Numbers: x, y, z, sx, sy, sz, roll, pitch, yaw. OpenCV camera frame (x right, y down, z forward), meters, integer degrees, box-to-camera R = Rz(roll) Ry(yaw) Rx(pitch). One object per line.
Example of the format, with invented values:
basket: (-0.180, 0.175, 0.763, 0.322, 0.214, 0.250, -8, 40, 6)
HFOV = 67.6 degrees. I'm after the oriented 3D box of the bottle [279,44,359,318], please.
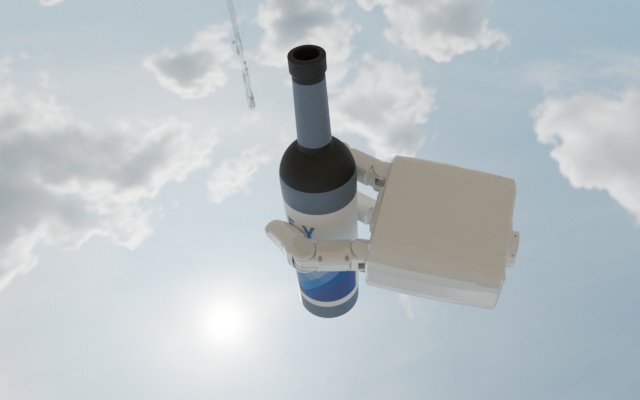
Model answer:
bottle: (0.000, 0.002, 0.434, 0.069, 0.069, 0.296, 0, -44, 5)
